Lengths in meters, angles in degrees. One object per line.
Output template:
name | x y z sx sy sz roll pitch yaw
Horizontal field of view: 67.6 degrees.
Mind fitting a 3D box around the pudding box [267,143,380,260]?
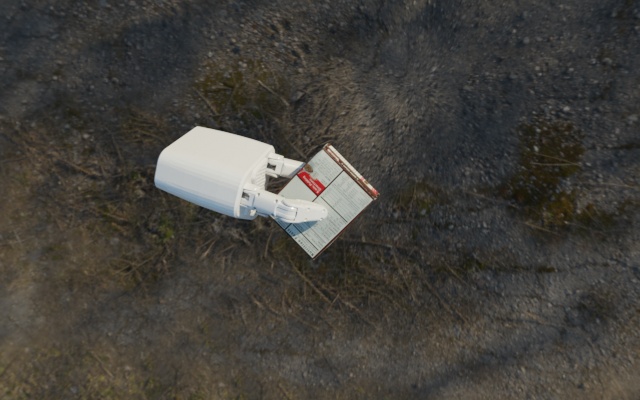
pudding box | 0.000 0.002 0.577 0.113 0.090 0.039 -45 0 18
